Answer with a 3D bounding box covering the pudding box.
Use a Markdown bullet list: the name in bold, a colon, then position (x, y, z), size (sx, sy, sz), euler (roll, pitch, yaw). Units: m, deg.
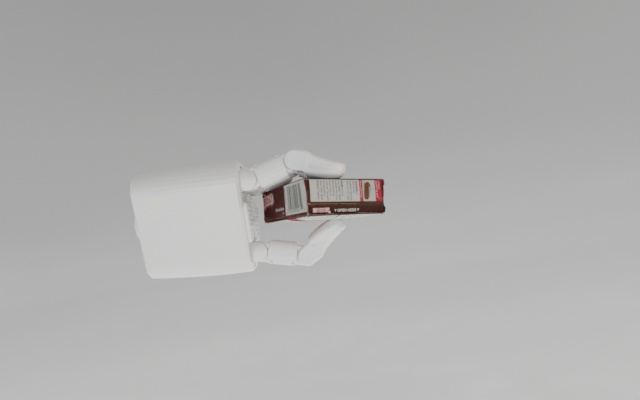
- **pudding box**: position (0.000, 0.002, 0.500), size (0.090, 0.039, 0.113), euler (-2, -4, -27)
